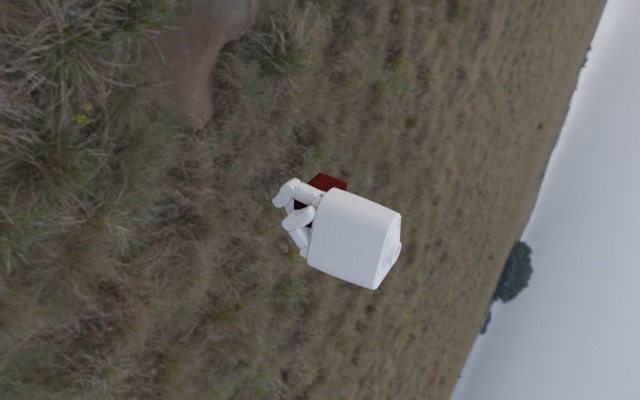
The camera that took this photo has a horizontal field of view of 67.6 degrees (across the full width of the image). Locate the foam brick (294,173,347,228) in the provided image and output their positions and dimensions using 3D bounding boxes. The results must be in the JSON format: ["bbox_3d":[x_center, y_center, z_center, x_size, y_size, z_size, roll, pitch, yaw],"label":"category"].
[{"bbox_3d":[0.000,0.002,0.733,0.051,0.053,0.078,20,38,23],"label":"foam brick"}]
